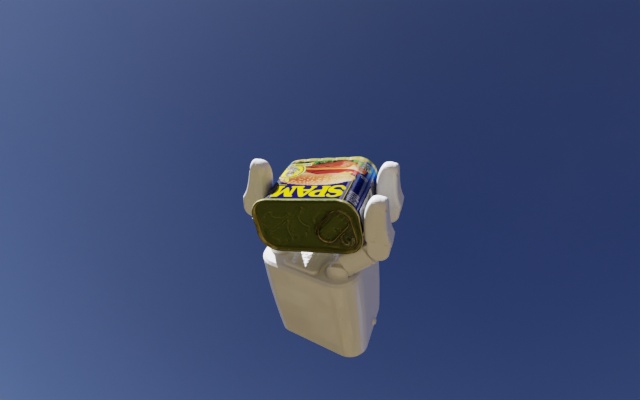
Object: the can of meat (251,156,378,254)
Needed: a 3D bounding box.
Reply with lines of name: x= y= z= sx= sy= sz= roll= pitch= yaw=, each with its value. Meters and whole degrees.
can of meat: x=0.000 y=0.001 z=0.452 sx=0.102 sy=0.057 sz=0.084 roll=0 pitch=33 yaw=22
